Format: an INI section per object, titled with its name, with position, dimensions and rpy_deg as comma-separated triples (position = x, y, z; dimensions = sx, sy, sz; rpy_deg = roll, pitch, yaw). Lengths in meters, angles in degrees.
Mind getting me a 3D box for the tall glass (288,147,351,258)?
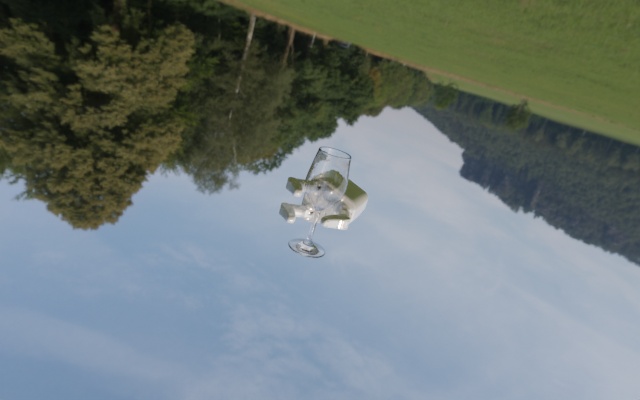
[tall glass]
position = 0.000, 0.004, 0.899
dimensions = 0.079, 0.201, 0.079
rpy_deg = 15, 19, -5
